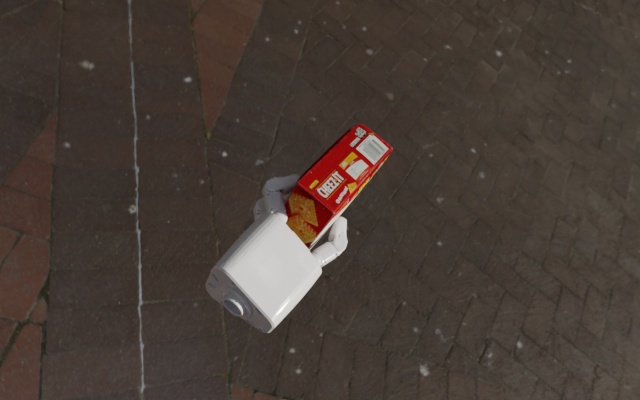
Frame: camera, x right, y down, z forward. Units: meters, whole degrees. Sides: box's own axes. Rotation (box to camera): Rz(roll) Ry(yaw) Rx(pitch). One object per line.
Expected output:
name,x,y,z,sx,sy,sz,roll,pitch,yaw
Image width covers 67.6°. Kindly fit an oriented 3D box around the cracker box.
cracker box,0.000,0.002,0.725,0.164,0.072,0.214,-47,-5,-37
